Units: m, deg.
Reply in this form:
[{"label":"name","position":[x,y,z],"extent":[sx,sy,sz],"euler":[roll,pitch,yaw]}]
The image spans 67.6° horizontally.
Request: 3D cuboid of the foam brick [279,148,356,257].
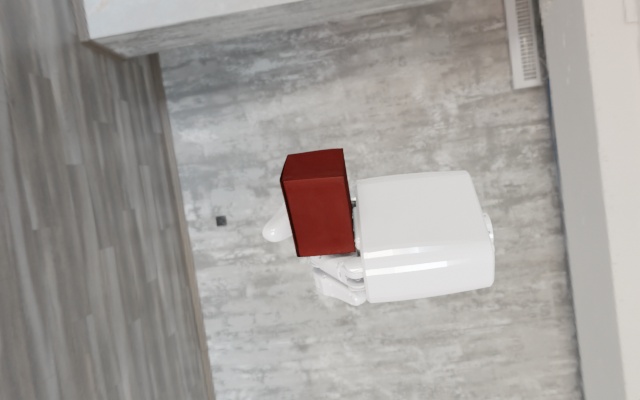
[{"label":"foam brick","position":[0.000,0.001,0.409],"extent":[0.051,0.078,0.053],"euler":[-7,30,7]}]
